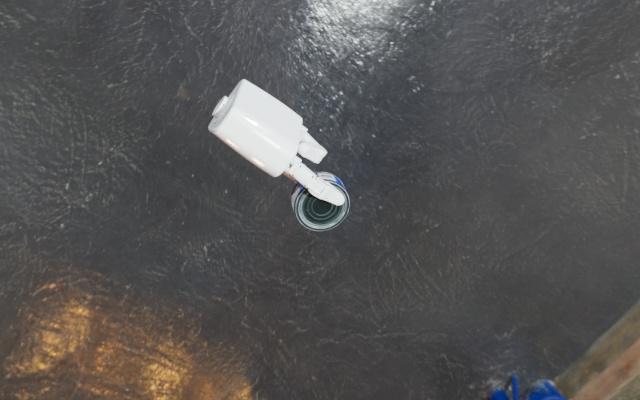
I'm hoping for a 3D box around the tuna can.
[{"bbox_3d":[0.000,0.003,0.715,0.086,0.086,0.033,0,26,-13],"label":"tuna can"}]
